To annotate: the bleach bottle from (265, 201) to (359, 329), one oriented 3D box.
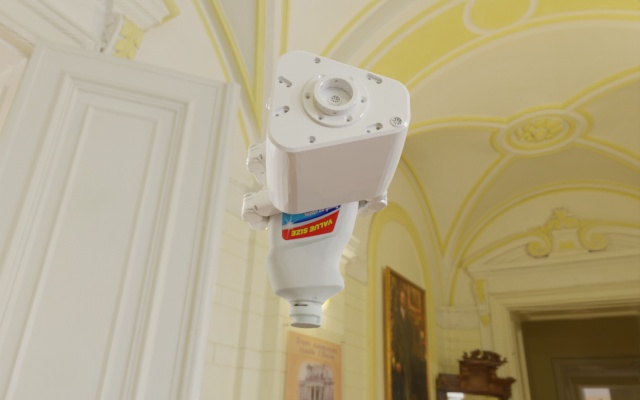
[{"bbox_3d":[0.000,0.002,0.489,0.102,0.250,0.068,3,-25,-1],"label":"bleach bottle"}]
